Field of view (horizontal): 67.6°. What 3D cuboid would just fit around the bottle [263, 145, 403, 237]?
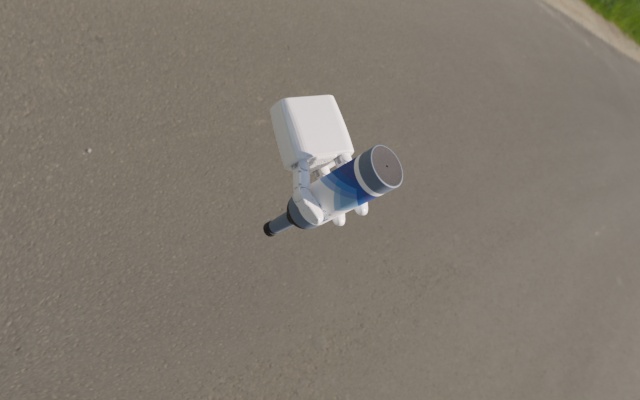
[{"bbox_3d":[0.000,0.003,0.772,0.069,0.069,0.296,0,-20,-43],"label":"bottle"}]
